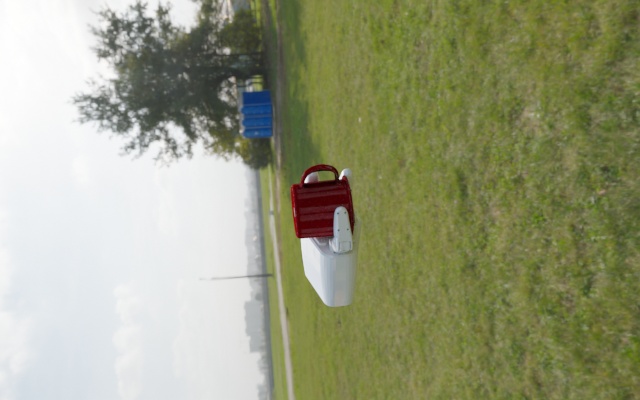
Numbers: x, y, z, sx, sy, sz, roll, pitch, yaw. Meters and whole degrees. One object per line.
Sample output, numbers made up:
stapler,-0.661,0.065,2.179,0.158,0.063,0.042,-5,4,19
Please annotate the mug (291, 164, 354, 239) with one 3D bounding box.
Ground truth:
mug,0.000,0.001,0.696,0.081,0.117,0.093,-6,32,-6
